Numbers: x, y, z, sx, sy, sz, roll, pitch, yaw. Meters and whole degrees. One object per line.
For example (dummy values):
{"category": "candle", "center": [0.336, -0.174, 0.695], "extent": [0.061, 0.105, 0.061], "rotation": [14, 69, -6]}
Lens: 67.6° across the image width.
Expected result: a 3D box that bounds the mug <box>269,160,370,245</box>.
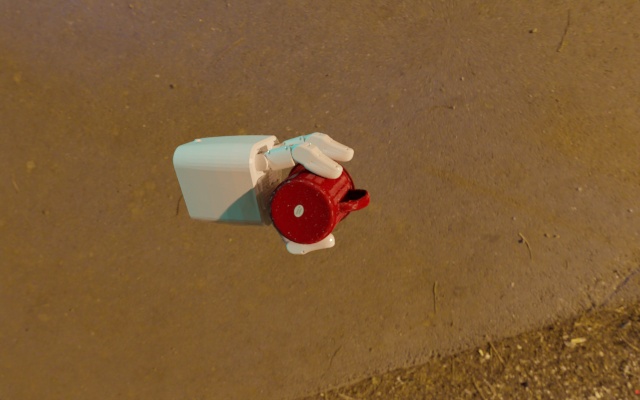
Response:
{"category": "mug", "center": [0.001, 0.002, 0.569], "extent": [0.117, 0.093, 0.081], "rotation": [1, 19, 17]}
